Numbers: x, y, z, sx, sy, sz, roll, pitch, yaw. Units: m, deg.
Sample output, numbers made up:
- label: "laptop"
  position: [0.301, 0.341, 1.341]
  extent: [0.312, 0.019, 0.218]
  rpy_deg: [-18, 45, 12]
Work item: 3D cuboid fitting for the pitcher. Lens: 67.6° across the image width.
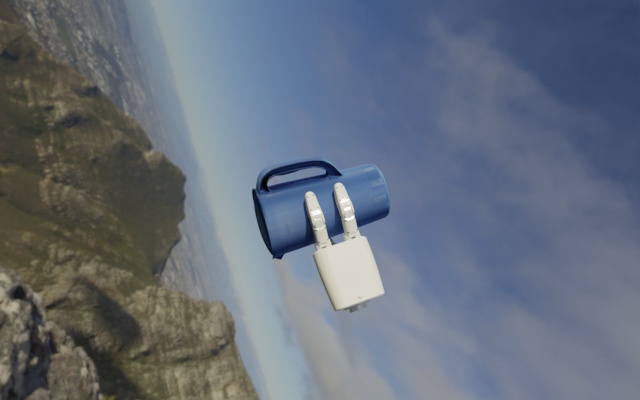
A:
- label: "pitcher"
  position: [0.000, 0.003, 0.882]
  extent: [0.243, 0.145, 0.149]
  rpy_deg: [-16, -16, -13]
